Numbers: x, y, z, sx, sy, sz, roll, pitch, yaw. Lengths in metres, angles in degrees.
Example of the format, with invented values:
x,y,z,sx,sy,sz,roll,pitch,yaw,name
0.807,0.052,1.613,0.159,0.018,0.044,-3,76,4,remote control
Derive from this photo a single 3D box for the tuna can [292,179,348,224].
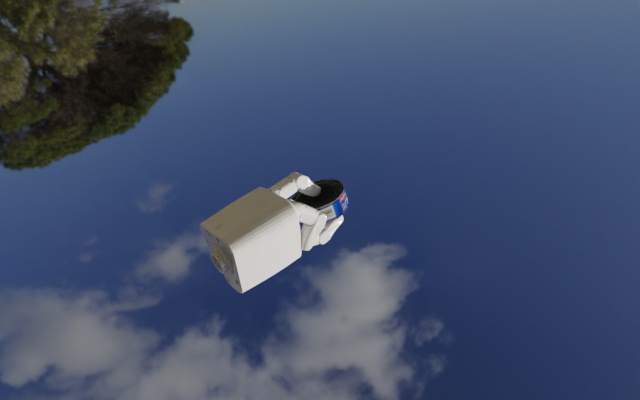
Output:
x,y,z,sx,sy,sz,roll,pitch,yaw,name
0.000,0.003,0.759,0.086,0.034,0.086,-14,30,8,tuna can
